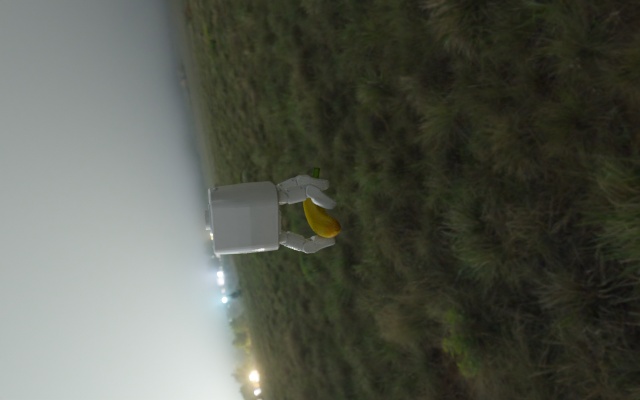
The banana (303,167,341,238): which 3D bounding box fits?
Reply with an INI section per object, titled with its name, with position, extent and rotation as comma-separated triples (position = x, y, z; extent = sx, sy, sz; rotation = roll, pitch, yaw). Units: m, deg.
[banana]
position = -0.003, 0.017, 0.841
extent = 0.037, 0.070, 0.197
rotation = 0, 33, -15
